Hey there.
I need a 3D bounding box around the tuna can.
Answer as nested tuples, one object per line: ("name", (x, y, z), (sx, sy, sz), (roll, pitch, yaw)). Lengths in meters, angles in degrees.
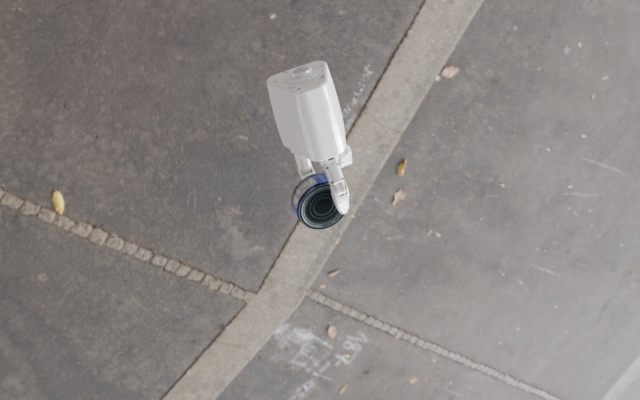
("tuna can", (0.000, 0.003, 0.738), (0.086, 0.086, 0.033), (0, 30, -24))
